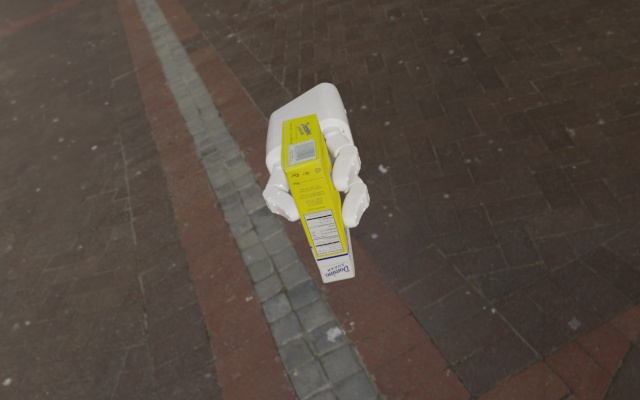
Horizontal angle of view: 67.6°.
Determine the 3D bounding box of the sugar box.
[{"bbox_3d":[0.001,0.001,0.544,0.048,0.176,0.093,-14,40,8],"label":"sugar box"}]
